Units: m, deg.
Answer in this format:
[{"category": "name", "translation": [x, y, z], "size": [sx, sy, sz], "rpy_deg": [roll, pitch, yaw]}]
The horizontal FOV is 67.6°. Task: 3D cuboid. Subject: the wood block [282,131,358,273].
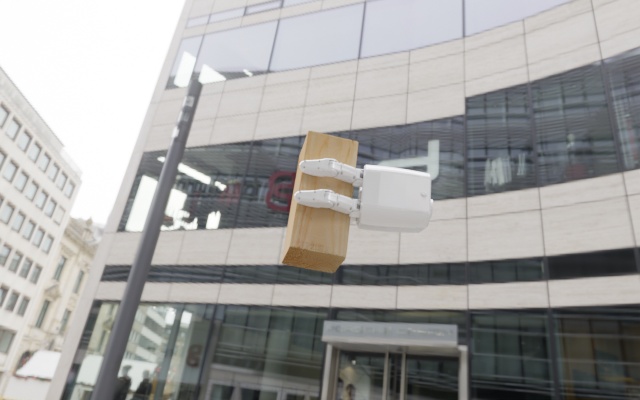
[{"category": "wood block", "translation": [0.000, 0.003, 0.787], "size": [0.090, 0.206, 0.091], "rpy_deg": [12, -26, -7]}]
